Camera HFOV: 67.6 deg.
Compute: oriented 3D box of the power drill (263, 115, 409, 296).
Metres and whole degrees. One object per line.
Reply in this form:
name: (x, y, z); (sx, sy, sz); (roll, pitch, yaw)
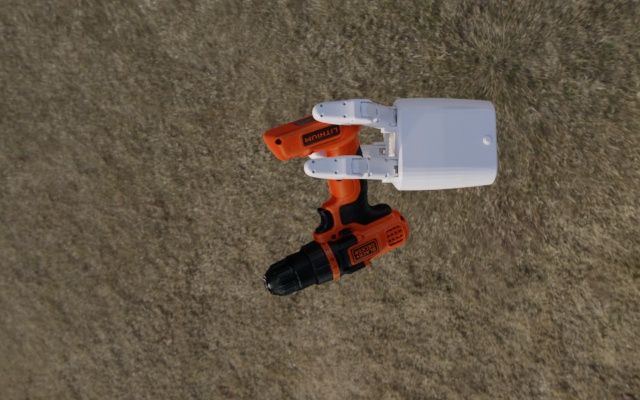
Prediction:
power drill: (0.000, 0.001, 0.540); (0.184, 0.188, 0.057); (-23, 22, -15)
